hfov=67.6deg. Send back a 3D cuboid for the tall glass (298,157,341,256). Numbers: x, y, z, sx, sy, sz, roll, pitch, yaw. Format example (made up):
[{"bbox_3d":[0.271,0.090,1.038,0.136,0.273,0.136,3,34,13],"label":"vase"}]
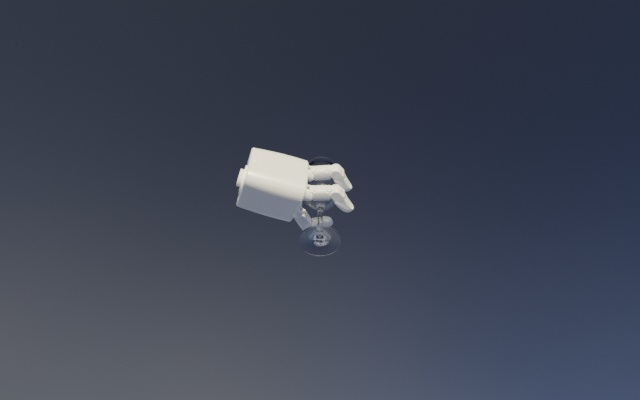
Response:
[{"bbox_3d":[0.000,0.003,0.884,0.079,0.079,0.200,0,42,2],"label":"tall glass"}]
